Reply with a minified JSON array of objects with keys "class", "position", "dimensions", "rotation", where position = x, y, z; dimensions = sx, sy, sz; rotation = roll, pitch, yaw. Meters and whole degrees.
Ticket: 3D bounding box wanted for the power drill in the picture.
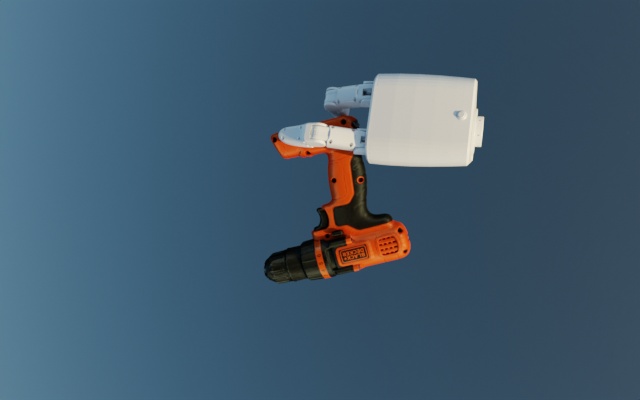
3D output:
[{"class":"power drill","position":[0.000,0.001,0.581],"dimensions":[0.184,0.187,0.057],"rotation":[-14,8,8]}]
